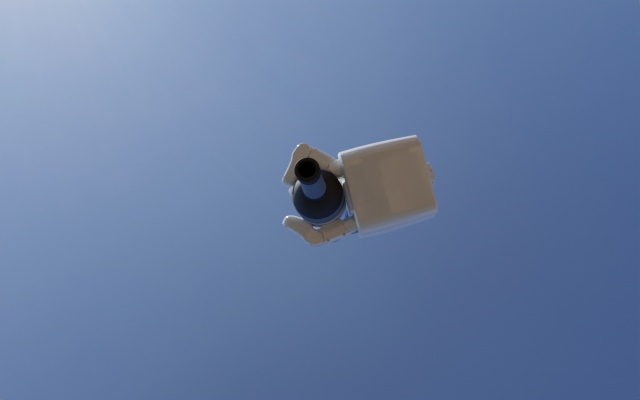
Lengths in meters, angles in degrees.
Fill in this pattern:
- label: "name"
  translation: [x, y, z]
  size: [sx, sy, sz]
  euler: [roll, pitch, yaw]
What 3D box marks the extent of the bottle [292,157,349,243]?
- label: "bottle"
  translation: [0.000, 0.002, 0.642]
  size: [0.069, 0.069, 0.296]
  euler: [0, -14, 6]
